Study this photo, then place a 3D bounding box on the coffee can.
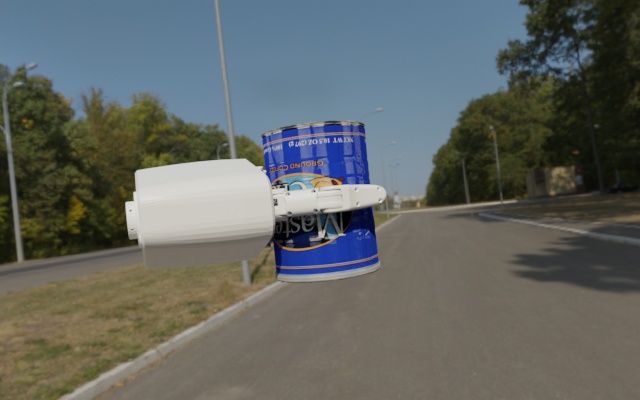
[{"bbox_3d":[0.000,0.002,0.467,0.103,0.140,0.103,-6,-1,0],"label":"coffee can"}]
